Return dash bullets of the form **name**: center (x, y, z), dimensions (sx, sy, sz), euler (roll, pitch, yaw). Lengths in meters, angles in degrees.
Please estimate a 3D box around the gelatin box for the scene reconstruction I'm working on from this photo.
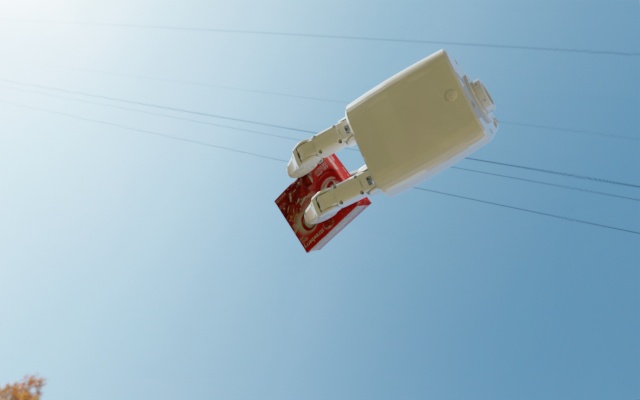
- **gelatin box**: center (0.000, 0.002, 0.520), dimensions (0.089, 0.073, 0.030), euler (-45, -22, 28)
